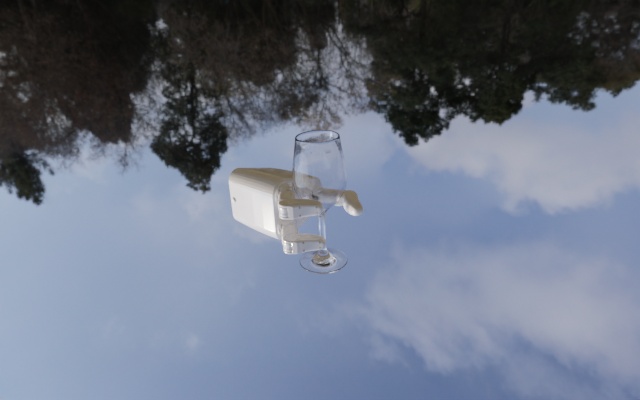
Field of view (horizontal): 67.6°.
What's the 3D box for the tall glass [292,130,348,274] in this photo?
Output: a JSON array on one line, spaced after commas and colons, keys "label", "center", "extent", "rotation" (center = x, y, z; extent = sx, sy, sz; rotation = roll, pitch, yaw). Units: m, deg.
[{"label": "tall glass", "center": [0.000, 0.003, 0.696], "extent": [0.079, 0.201, 0.079], "rotation": [-2, 24, 1]}]
